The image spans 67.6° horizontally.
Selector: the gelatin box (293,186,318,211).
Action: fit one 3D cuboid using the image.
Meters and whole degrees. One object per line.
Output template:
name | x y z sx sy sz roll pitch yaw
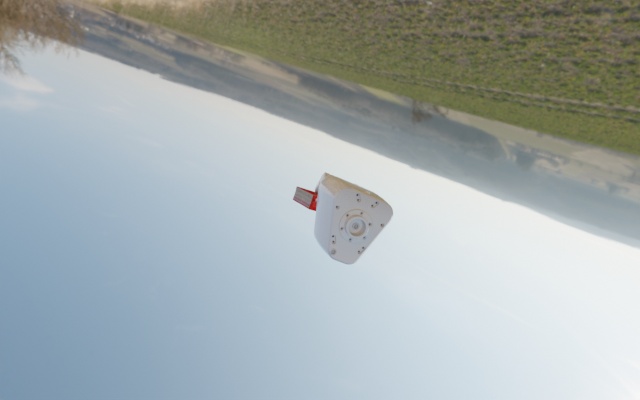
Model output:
gelatin box | 0.000 0.003 0.859 0.073 0.030 0.089 16 4 -25
